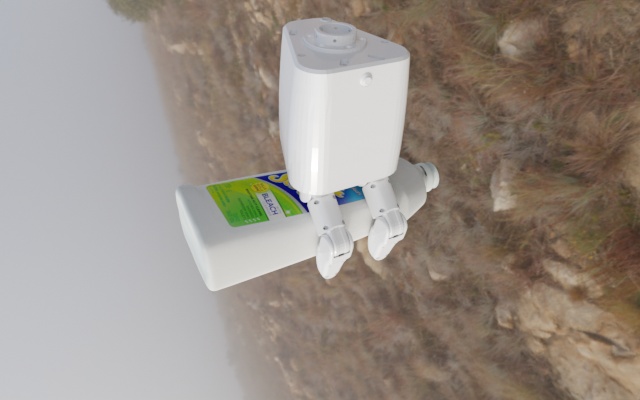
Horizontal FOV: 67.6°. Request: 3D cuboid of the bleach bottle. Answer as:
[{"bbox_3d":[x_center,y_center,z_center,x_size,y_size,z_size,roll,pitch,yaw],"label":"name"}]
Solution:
[{"bbox_3d":[0.000,0.002,0.459,0.251,0.068,0.102,-17,42,-22],"label":"bleach bottle"}]
